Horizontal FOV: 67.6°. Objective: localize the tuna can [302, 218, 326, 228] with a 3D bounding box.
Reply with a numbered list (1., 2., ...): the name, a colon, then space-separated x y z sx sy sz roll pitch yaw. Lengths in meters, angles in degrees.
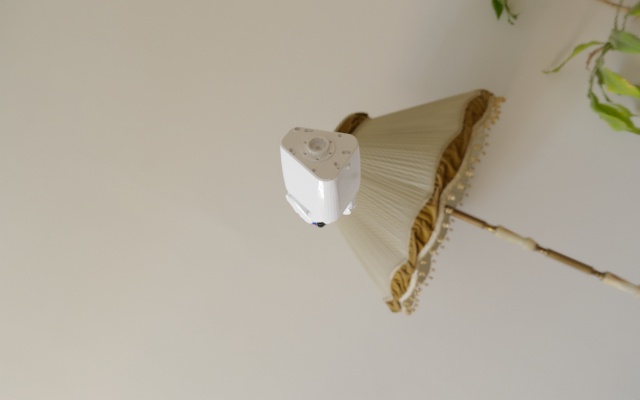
1. tuna can: 0.000 0.003 0.844 0.033 0.086 0.086 21 7 20
